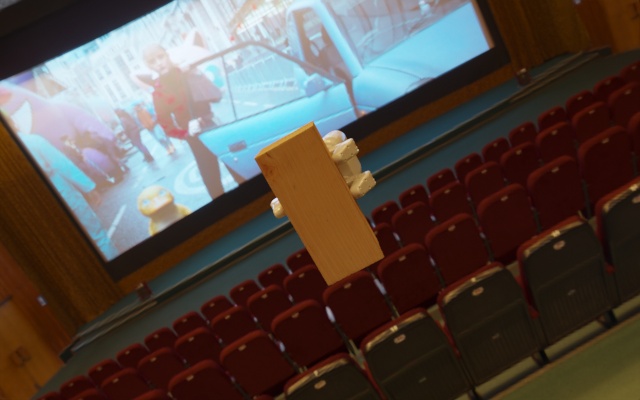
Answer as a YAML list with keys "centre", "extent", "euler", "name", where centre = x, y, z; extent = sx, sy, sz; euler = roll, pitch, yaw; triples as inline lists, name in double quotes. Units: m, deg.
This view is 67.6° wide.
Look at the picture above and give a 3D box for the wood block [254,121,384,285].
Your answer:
- centre: [0.000, 0.002, 0.681]
  extent: [0.091, 0.206, 0.090]
  euler: [-28, 13, 6]
  name: "wood block"
